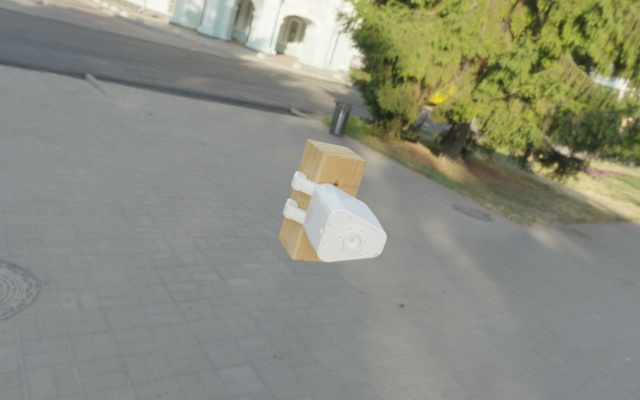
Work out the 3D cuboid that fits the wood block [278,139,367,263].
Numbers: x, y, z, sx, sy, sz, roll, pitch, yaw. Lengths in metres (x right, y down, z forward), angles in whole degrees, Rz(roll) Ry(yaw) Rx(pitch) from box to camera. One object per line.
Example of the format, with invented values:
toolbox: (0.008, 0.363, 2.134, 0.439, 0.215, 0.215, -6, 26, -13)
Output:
wood block: (0.001, 0.003, 0.895, 0.091, 0.206, 0.090, 8, 20, -27)
